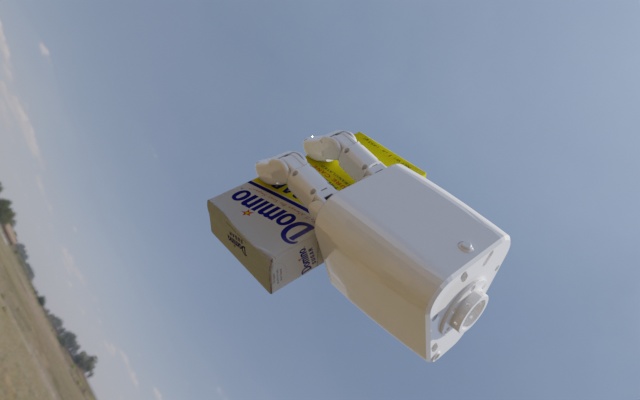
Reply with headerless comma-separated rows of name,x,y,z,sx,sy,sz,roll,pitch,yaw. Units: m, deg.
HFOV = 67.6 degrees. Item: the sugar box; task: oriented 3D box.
sugar box,0.000,0.001,0.425,0.176,0.048,0.093,-26,47,-32
